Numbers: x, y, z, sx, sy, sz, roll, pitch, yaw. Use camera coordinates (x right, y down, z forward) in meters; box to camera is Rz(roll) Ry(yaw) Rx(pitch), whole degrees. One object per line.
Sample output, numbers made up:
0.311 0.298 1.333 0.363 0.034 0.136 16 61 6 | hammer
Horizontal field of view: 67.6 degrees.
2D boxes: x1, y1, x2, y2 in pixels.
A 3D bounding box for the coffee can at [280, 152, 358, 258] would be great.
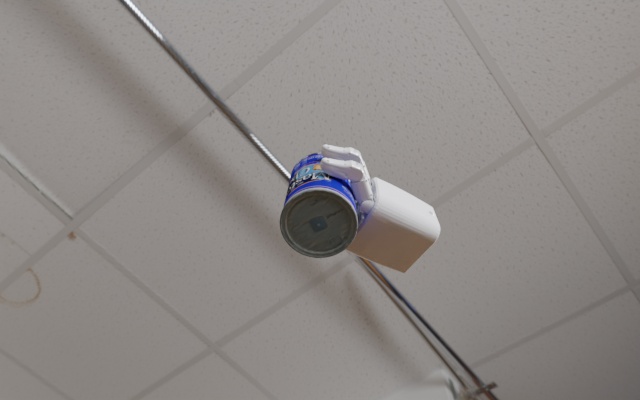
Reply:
0.000 0.002 0.685 0.103 0.103 0.140 0 26 2 | coffee can
